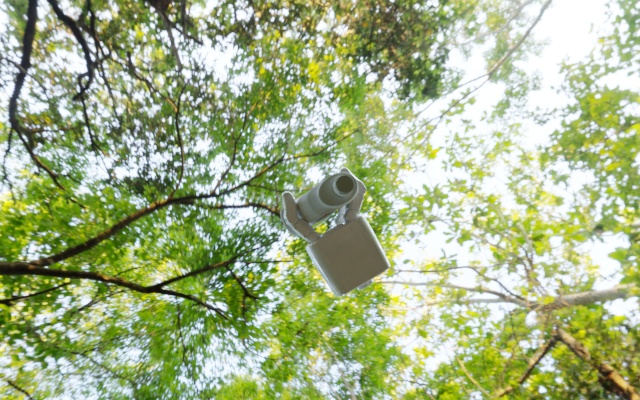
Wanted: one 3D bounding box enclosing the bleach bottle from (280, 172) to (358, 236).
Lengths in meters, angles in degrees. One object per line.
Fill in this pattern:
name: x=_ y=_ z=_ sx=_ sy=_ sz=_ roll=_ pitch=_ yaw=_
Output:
bleach bottle: x=0.000 y=0.003 z=0.837 sx=0.102 sy=0.068 sz=0.251 roll=-29 pitch=-3 yaw=-17
